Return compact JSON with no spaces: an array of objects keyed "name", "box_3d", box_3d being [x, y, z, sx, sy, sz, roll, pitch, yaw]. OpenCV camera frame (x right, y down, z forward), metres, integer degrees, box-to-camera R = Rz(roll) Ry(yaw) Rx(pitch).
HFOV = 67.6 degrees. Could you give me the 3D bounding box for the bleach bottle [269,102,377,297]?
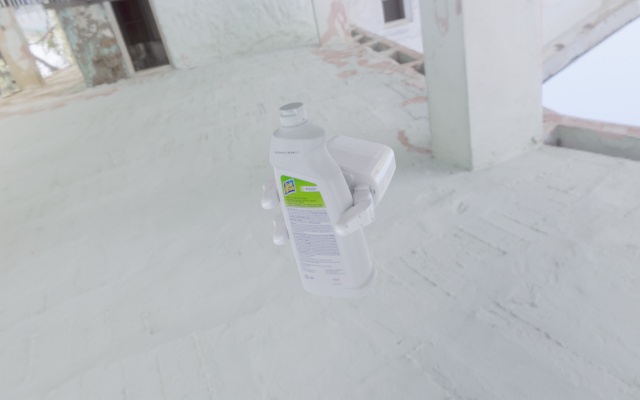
[{"name":"bleach bottle","box_3d":[0.000,0.002,0.596,0.102,0.251,0.068,0,29,25]}]
